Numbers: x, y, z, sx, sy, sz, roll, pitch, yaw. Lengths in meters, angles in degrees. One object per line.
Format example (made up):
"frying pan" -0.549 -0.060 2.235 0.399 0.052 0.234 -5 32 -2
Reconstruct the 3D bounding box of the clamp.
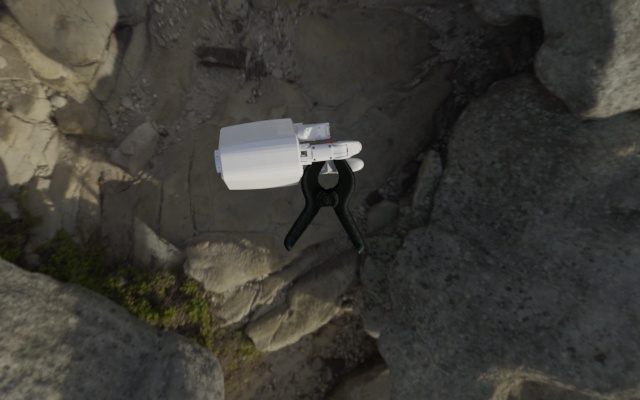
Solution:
"clamp" 0.000 0.002 0.699 0.120 0.171 0.039 -7 11 -6
